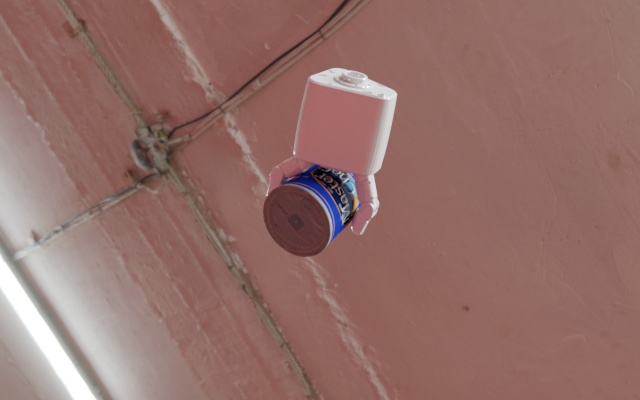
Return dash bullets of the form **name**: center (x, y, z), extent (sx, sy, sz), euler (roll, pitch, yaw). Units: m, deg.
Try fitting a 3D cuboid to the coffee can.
- **coffee can**: center (0.000, 0.002, 0.676), extent (0.103, 0.103, 0.140), euler (0, 22, 31)
